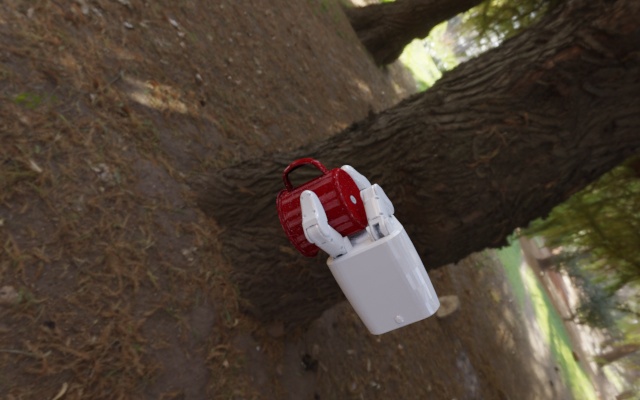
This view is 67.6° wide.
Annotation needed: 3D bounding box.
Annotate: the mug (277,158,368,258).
[{"bbox_3d":[0.000,0.001,0.582,0.081,0.117,0.093,-26,11,21],"label":"mug"}]
